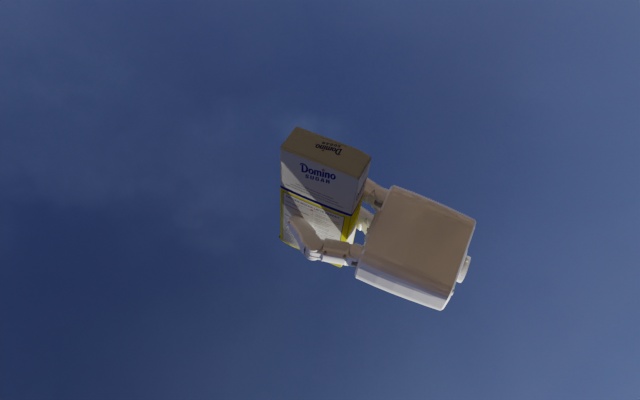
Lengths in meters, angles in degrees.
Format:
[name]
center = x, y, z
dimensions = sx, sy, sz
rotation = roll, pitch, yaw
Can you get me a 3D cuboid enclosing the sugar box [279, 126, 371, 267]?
[sugar box]
center = 0.000, 0.002, 0.565
dimensions = 0.093, 0.048, 0.176
rotation = 23, -39, 12
